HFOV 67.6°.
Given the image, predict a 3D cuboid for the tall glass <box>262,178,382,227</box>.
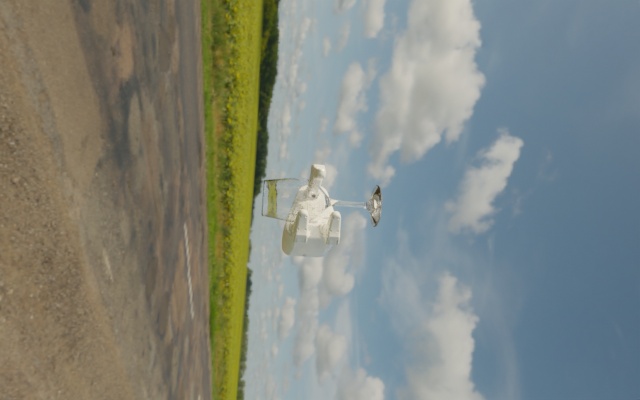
[{"bbox_3d":[0.001,0.003,0.829,0.201,0.079,0.079,4,-1,-9],"label":"tall glass"}]
